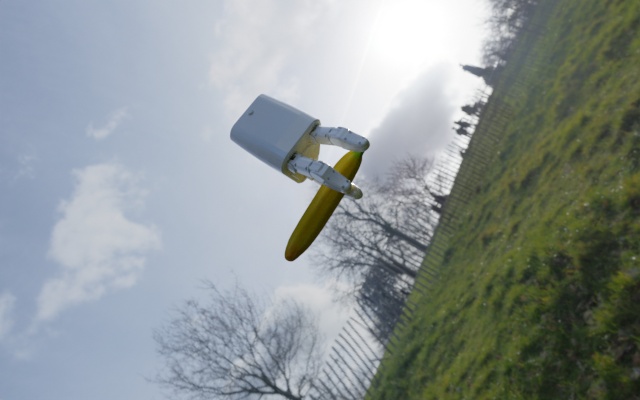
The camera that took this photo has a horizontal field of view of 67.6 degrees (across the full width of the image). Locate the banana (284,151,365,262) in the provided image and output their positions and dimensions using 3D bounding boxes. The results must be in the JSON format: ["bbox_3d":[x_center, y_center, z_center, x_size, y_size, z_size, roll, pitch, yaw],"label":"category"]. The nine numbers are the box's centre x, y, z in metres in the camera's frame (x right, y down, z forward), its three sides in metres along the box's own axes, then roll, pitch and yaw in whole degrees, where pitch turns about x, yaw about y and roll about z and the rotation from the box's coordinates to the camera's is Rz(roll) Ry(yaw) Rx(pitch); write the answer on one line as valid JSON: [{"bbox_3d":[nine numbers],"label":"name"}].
[{"bbox_3d":[0.005,0.001,0.696,0.037,0.198,0.069,32,2,12],"label":"banana"}]
